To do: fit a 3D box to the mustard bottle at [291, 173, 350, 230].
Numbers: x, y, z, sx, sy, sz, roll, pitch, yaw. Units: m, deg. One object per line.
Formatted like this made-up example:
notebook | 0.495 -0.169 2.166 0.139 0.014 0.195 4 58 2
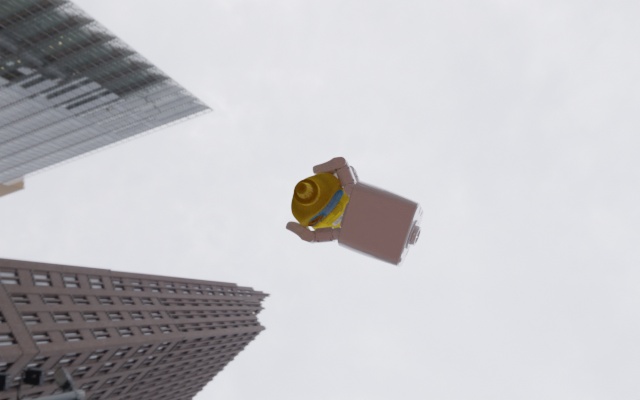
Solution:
mustard bottle | 0.000 0.002 0.795 0.058 0.096 0.192 46 4 21
